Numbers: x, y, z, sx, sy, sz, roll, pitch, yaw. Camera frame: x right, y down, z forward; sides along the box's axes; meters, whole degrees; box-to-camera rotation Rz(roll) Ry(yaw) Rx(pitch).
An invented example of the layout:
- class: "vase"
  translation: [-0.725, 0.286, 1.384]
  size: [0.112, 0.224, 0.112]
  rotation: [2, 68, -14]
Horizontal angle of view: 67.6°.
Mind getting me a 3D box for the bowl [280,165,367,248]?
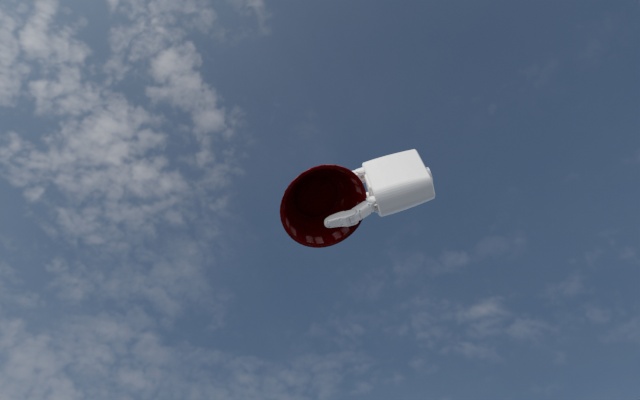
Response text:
- class: "bowl"
  translation: [-0.001, 0.003, 0.865]
  size: [0.162, 0.162, 0.055]
  rotation: [0, 24, -19]
